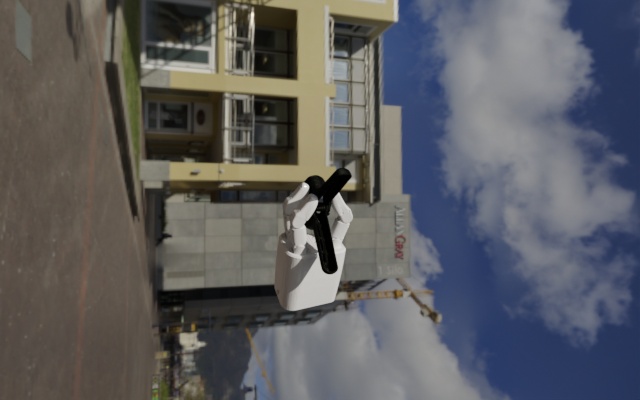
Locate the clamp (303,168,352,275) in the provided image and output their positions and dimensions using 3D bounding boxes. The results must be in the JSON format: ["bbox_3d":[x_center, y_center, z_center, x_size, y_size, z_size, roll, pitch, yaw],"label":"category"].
[{"bbox_3d":[0.001,0.003,0.791,0.036,0.165,0.210,4,20,-19],"label":"clamp"}]
